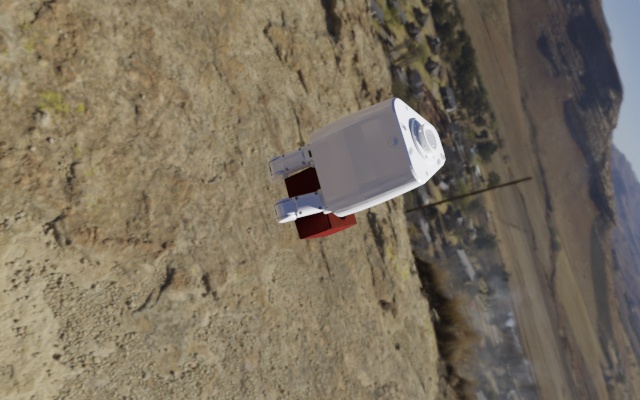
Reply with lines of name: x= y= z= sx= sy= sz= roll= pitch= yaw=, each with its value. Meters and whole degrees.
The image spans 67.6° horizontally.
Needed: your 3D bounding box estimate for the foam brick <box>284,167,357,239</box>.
foam brick: x=0.000 y=0.002 z=0.566 sx=0.051 sy=0.078 sz=0.053 roll=-21 pitch=-10 yaw=36
